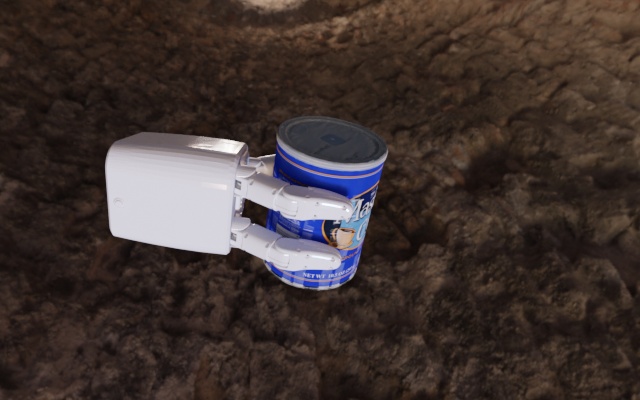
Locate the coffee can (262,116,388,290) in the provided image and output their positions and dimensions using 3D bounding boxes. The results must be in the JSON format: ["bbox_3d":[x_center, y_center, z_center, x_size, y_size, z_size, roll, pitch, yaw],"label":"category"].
[{"bbox_3d":[0.000,0.001,0.470,0.103,0.140,0.102,8,31,-5],"label":"coffee can"}]
